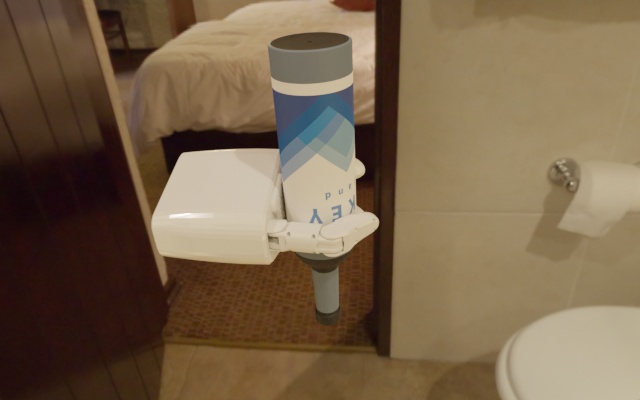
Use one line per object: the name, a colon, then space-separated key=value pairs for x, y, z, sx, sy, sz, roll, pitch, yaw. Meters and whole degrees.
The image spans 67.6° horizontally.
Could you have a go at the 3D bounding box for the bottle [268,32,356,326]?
bottle: x=0.000 y=0.001 z=0.448 sx=0.069 sy=0.296 sz=0.069 roll=-3 pitch=31 yaw=2
